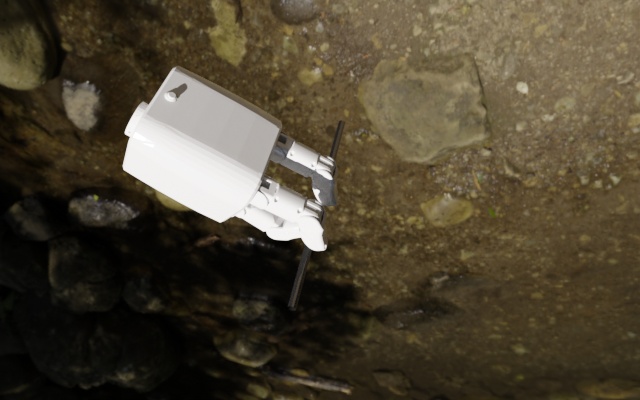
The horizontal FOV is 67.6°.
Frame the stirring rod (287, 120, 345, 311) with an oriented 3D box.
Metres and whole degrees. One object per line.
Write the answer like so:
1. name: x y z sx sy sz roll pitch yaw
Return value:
1. stirring rod: 0.000 0.002 0.490 0.011 0.239 0.011 10 -37 7
